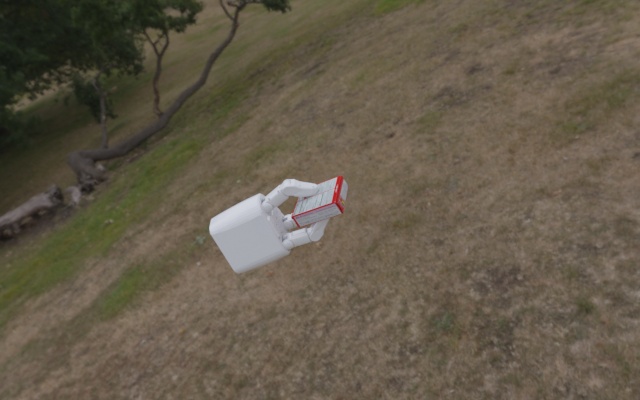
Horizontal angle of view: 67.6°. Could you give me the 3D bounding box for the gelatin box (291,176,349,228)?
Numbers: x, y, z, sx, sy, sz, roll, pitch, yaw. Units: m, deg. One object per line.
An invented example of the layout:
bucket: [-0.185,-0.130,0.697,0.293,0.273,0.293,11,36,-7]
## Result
gelatin box: [0.000,0.002,0.806,0.089,0.030,0.073,-20,32,26]
